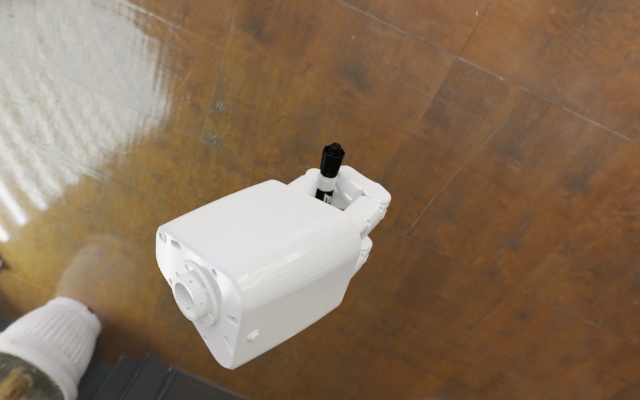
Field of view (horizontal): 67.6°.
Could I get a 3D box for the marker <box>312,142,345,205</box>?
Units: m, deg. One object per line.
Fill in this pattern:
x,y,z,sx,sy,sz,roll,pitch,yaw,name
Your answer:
0.000,0.001,0.426,0.020,0.121,0.020,9,38,-7,marker
